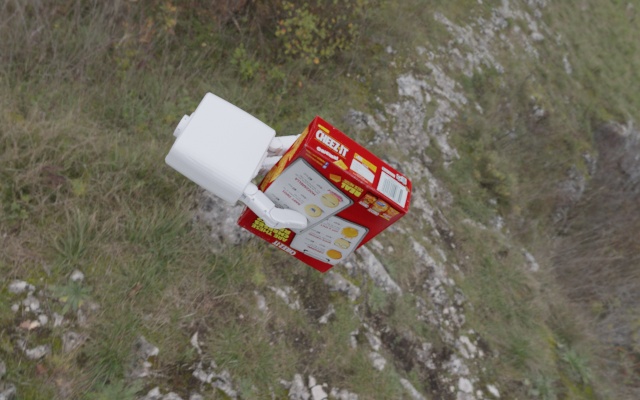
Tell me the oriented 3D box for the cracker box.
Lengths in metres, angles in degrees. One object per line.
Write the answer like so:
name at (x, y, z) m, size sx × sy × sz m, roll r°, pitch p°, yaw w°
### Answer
cracker box at (0.000, 0.002, 0.687) m, size 0.164 × 0.072 × 0.214 m, roll 32°, pitch -42°, yaw -14°
